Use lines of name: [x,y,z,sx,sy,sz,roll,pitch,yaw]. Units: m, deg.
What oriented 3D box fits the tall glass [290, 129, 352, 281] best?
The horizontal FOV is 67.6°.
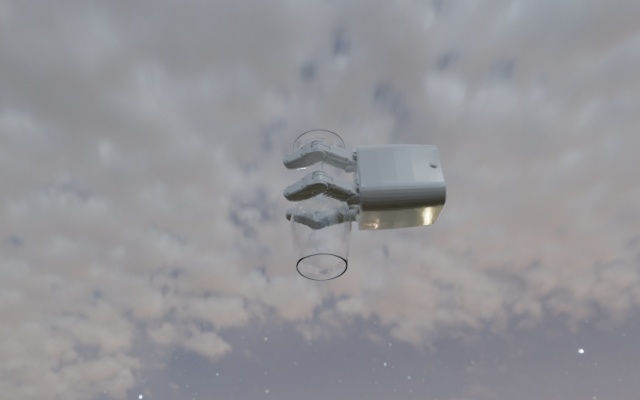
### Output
tall glass: [0.000,0.002,0.627,0.079,0.200,0.079,-1,-39,0]
